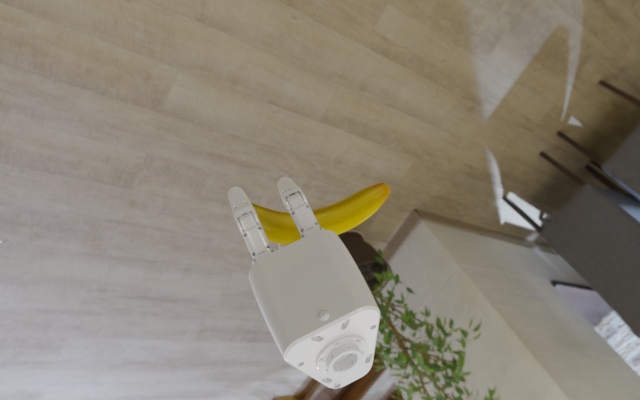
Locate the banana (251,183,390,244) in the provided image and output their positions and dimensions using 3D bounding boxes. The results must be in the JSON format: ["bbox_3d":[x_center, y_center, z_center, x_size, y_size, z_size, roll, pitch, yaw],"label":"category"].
[{"bbox_3d":[-0.006,0.018,0.577,0.198,0.070,0.037,-4,33,-22],"label":"banana"}]
